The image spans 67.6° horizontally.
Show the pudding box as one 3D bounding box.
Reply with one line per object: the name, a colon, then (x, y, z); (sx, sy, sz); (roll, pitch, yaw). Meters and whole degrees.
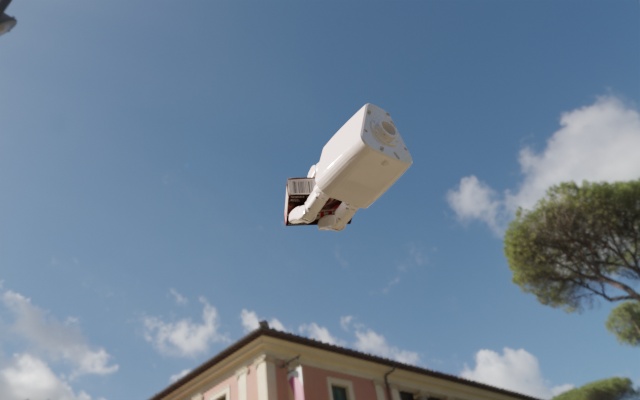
pudding box: (0.000, 0.002, 0.766); (0.113, 0.039, 0.090); (0, -36, -7)
